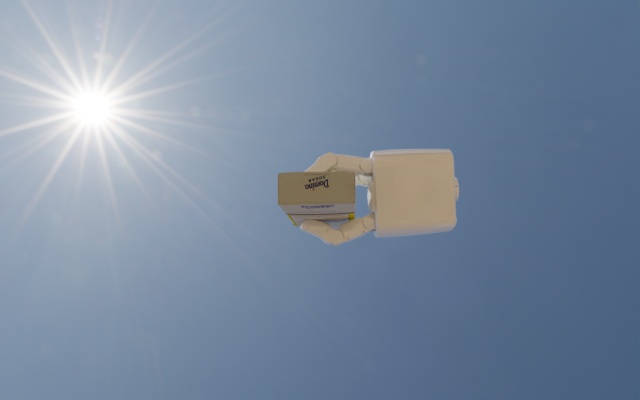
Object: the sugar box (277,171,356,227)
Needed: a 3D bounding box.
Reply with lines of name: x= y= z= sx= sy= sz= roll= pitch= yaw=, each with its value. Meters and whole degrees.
sugar box: x=0.000 y=0.002 z=0.637 sx=0.093 sy=0.048 sz=0.176 roll=-1 pitch=-14 yaw=2
